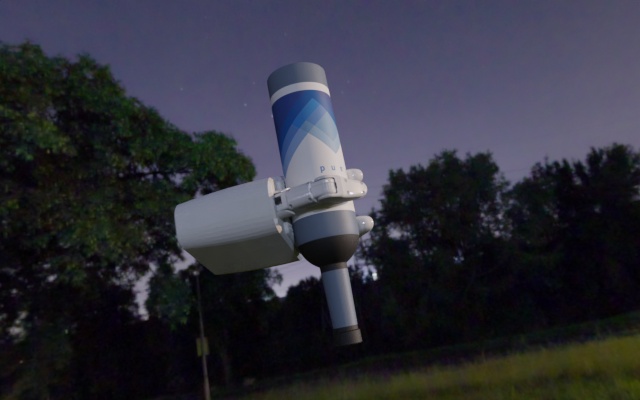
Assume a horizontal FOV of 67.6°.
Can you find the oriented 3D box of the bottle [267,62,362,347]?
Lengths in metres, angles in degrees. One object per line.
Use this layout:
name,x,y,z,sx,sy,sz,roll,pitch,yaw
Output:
bottle,0.000,0.001,0.504,0.069,0.295,0.069,-11,-14,-3
